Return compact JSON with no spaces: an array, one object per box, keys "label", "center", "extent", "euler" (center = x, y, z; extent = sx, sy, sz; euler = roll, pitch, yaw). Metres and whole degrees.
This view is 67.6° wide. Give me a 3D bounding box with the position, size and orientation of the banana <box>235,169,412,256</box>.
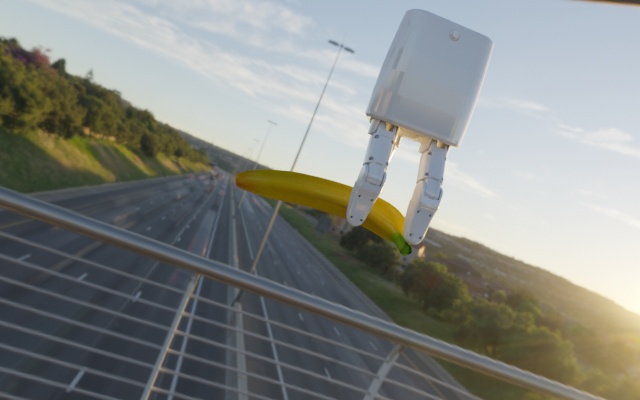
[{"label":"banana","center":[0.009,0.000,0.503],"extent":[0.198,0.037,0.069],"euler":[20,15,15]}]
